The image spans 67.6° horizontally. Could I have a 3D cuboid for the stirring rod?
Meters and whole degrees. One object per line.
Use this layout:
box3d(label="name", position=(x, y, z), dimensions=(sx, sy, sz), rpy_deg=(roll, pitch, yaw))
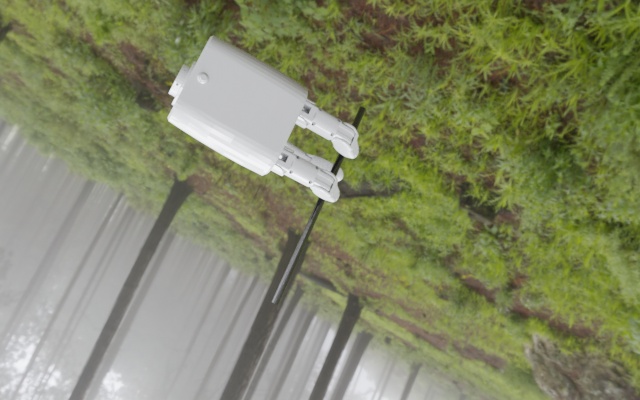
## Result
box3d(label="stirring rod", position=(0.000, 0.002, 0.530), dimensions=(0.011, 0.239, 0.011), rpy_deg=(24, -10, 4))
